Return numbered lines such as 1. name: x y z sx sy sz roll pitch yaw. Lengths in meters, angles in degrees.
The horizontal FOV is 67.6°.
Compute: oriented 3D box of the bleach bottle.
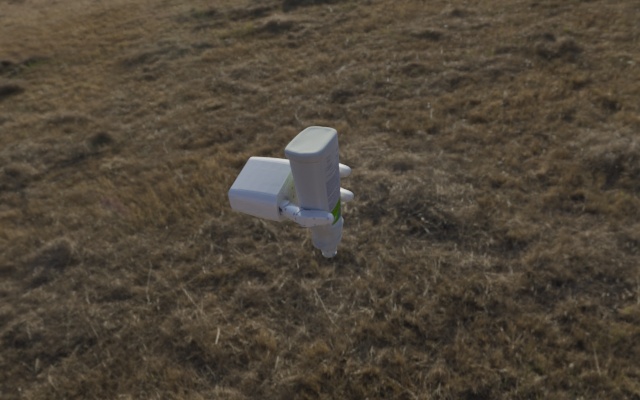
1. bleach bottle: 0.000 0.003 0.841 0.068 0.251 0.102 10 38 24
